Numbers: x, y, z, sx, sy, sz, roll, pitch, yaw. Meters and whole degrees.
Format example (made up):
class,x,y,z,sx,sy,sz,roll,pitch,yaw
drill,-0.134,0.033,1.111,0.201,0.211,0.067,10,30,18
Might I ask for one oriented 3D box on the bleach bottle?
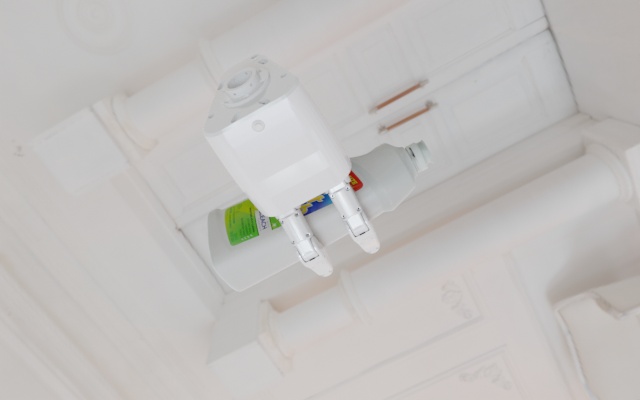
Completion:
class,x,y,z,sx,sy,sz,roll,pitch,yaw
bleach bottle,0.000,0.002,0.520,0.251,0.068,0.102,-28,40,7
